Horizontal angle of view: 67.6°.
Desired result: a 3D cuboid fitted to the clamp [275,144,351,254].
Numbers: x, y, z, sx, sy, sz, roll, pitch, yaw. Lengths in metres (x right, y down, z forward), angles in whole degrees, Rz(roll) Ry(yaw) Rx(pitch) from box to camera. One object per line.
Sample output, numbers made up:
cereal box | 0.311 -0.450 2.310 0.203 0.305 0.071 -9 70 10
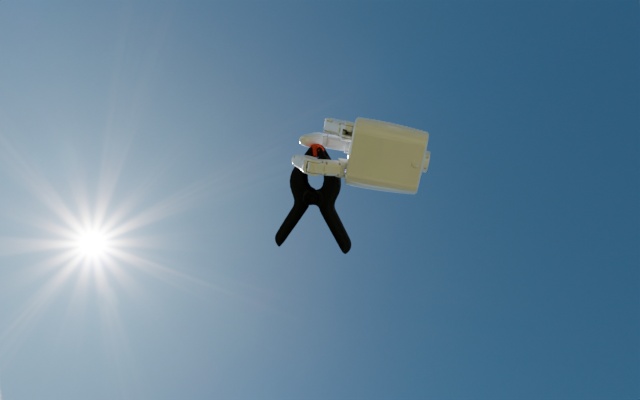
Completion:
clamp | 0.000 0.002 0.731 0.120 0.171 0.039 12 15 4
